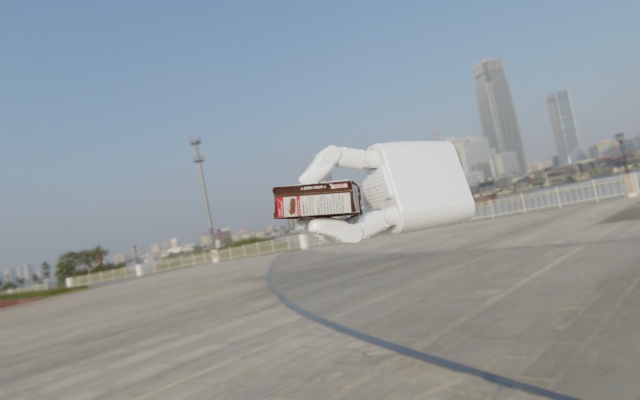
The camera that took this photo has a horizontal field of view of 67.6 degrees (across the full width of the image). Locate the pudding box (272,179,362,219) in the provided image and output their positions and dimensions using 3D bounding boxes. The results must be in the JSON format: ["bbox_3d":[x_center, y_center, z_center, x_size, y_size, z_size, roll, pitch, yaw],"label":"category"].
[{"bbox_3d":[0.000,0.002,0.554,0.090,0.039,0.113,-5,-5,8],"label":"pudding box"}]
